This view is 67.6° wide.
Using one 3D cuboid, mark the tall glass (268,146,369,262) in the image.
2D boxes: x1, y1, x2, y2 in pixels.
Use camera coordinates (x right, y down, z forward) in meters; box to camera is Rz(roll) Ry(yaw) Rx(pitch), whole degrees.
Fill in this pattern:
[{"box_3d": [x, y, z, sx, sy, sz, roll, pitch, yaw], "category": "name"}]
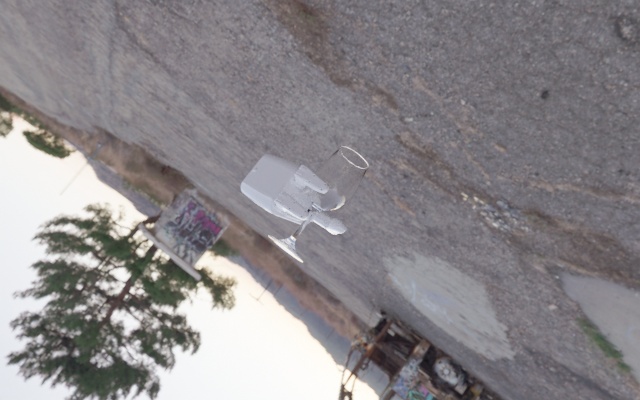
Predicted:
[{"box_3d": [0.000, 0.003, 0.816, 0.079, 0.201, 0.079, 36, -11, 8], "category": "tall glass"}]
